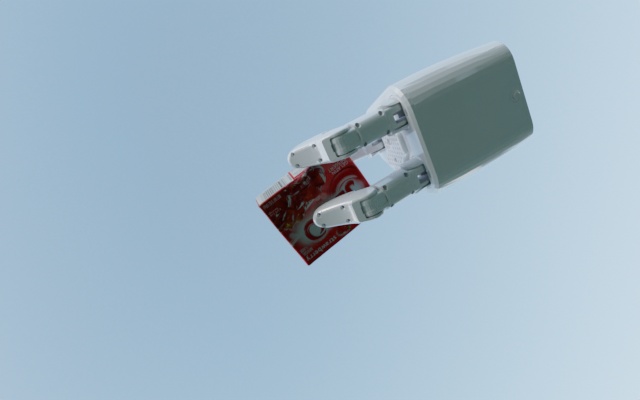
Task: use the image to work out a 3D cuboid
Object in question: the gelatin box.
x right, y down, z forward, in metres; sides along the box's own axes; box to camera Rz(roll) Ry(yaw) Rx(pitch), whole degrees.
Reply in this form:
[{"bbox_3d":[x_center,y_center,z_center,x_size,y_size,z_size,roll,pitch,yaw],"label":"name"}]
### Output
[{"bbox_3d":[0.000,0.001,0.422,0.089,0.073,0.030,-38,21,-1],"label":"gelatin box"}]
